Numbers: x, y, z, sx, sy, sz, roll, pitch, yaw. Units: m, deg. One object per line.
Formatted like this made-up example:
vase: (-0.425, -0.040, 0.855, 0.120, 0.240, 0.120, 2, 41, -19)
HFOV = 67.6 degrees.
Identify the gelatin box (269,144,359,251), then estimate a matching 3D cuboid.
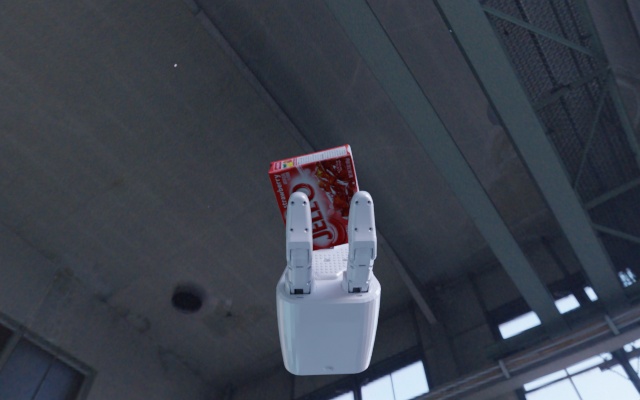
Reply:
gelatin box: (0.000, 0.001, 0.433, 0.073, 0.089, 0.030, -12, 26, 4)
